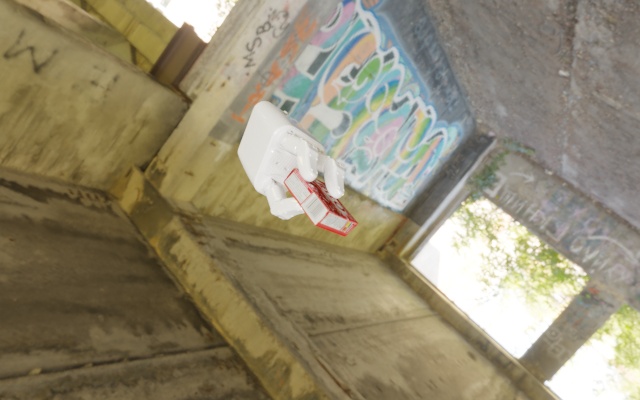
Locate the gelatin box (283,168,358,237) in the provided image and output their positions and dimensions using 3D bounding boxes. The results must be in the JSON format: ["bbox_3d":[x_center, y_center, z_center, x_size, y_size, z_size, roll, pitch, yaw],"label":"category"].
[{"bbox_3d":[0.000,0.003,0.631,0.073,0.030,0.089,25,22,-52],"label":"gelatin box"}]
